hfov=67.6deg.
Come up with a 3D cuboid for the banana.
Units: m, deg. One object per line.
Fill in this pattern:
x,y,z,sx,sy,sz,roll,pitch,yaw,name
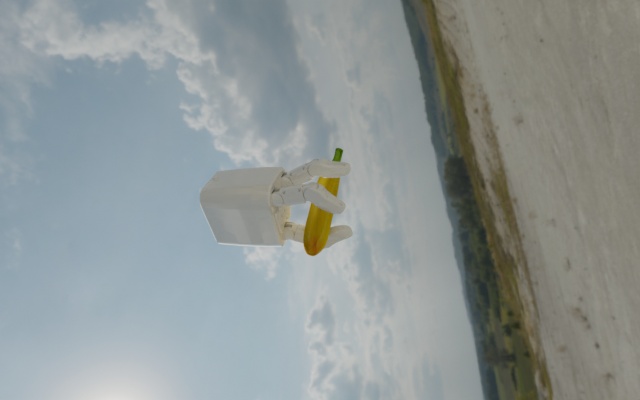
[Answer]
0.001,0.012,0.701,0.037,0.197,0.070,8,-39,7,banana
